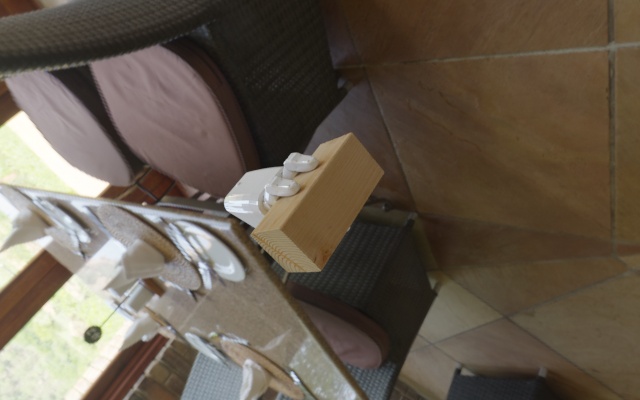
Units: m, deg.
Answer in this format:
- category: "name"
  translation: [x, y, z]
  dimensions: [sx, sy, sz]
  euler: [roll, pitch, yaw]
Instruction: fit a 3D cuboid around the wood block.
- category: "wood block"
  translation: [0.000, 0.003, 0.738]
  dimensions: [0.091, 0.206, 0.090]
  euler: [48, -32, -21]
